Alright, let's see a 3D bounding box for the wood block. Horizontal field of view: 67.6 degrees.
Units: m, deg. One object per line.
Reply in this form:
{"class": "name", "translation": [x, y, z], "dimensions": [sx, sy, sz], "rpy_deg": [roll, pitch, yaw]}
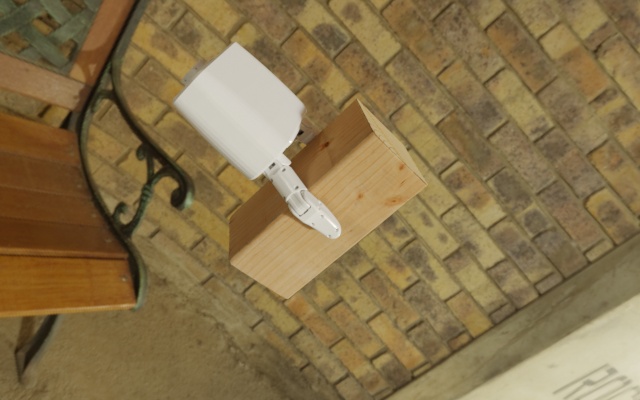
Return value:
{"class": "wood block", "translation": [0.000, 0.002, 0.530], "dimensions": [0.090, 0.206, 0.090], "rpy_deg": [39, 20, -29]}
